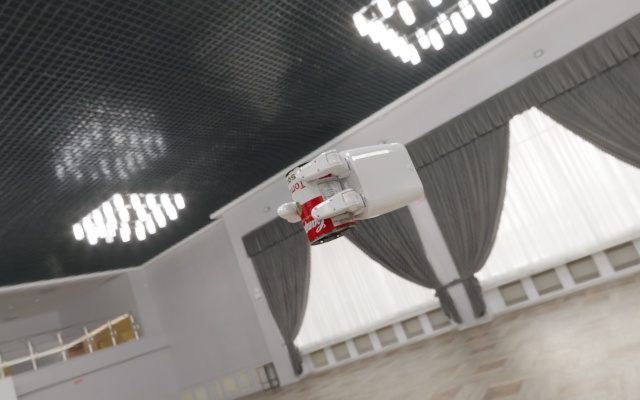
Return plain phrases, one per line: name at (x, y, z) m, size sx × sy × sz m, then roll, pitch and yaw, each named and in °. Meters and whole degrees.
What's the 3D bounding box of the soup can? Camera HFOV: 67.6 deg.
soup can at (0.000, 0.002, 0.650) m, size 0.068 × 0.102 × 0.068 m, roll -21°, pitch -12°, yaw -5°
